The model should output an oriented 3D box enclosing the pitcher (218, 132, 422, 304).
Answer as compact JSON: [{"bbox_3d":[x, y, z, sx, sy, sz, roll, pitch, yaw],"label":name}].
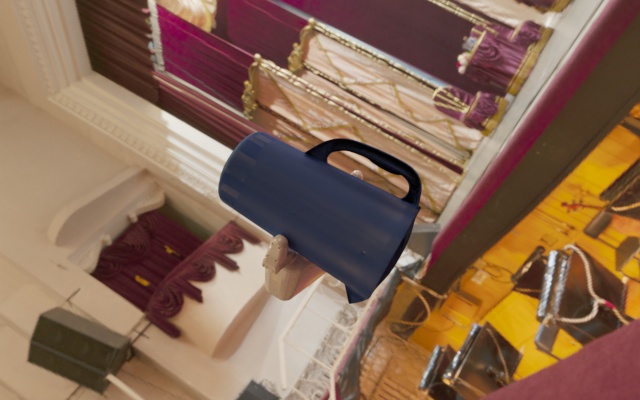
[{"bbox_3d":[0.000,0.002,0.611,0.243,0.149,0.145,30,-35,11],"label":"pitcher"}]
